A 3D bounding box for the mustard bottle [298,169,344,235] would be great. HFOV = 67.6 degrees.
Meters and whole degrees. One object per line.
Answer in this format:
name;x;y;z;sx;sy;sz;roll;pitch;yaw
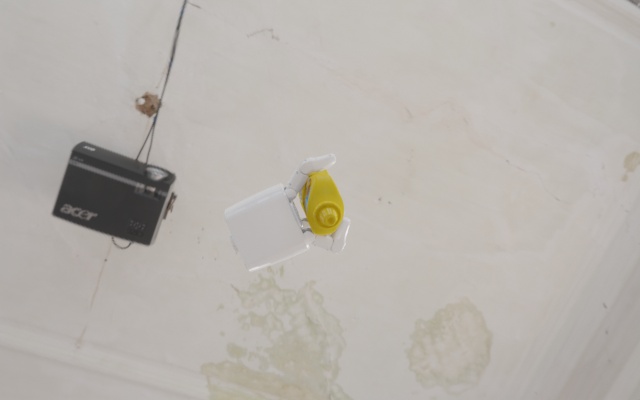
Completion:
mustard bottle;0.000;0.002;0.769;0.058;0.096;0.191;0;15;-8
